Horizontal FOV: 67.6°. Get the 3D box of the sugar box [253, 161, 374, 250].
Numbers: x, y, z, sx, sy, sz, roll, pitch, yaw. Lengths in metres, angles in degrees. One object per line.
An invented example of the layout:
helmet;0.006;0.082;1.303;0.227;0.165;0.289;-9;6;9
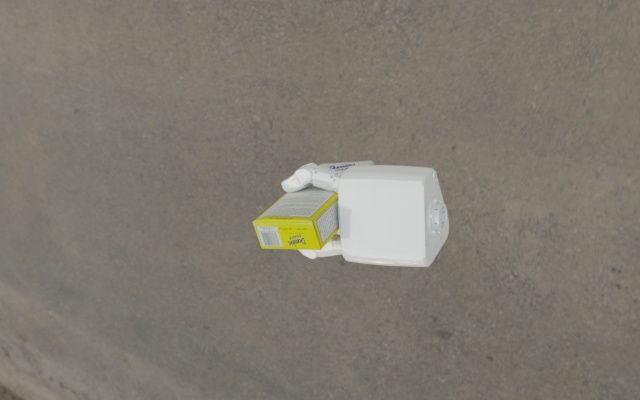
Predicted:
sugar box;0.000;0.003;0.630;0.093;0.048;0.176;-1;24;34
